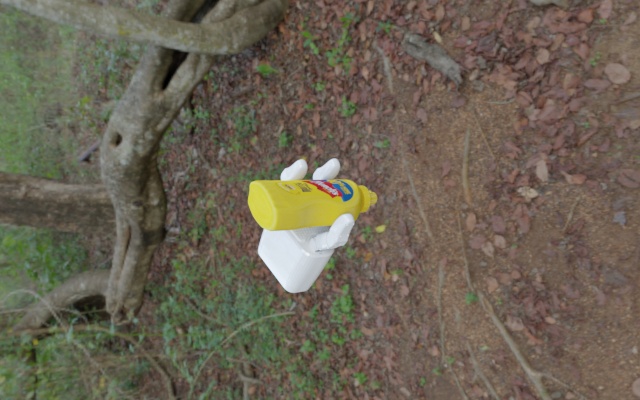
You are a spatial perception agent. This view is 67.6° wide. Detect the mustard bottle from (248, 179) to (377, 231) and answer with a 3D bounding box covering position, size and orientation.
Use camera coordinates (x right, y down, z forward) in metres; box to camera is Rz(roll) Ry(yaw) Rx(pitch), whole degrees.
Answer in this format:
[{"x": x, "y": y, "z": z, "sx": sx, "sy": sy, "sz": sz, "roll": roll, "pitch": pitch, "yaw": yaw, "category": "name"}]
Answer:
[{"x": 0.000, "y": 0.002, "z": 0.689, "sx": 0.191, "sy": 0.058, "sz": 0.096, "roll": -3, "pitch": 25, "yaw": -30, "category": "mustard bottle"}]
